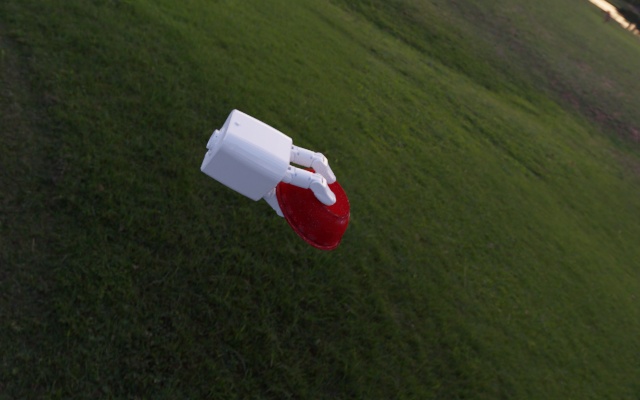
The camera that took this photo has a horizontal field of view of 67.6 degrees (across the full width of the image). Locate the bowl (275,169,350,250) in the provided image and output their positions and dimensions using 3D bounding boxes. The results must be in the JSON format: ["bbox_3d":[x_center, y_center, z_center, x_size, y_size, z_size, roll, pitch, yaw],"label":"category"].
[{"bbox_3d":[0.001,0.003,0.824,0.055,0.162,0.162,-35,-19,29],"label":"bowl"}]
